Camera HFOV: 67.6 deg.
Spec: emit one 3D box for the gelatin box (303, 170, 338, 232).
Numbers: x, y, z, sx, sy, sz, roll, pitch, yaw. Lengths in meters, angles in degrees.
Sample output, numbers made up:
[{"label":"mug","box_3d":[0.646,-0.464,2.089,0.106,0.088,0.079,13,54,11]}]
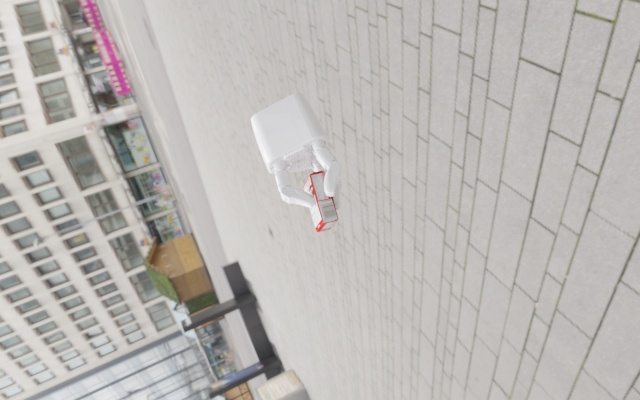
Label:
[{"label":"gelatin box","box_3d":[0.000,0.003,0.814,0.030,0.089,0.073,-13,-13,-13]}]
